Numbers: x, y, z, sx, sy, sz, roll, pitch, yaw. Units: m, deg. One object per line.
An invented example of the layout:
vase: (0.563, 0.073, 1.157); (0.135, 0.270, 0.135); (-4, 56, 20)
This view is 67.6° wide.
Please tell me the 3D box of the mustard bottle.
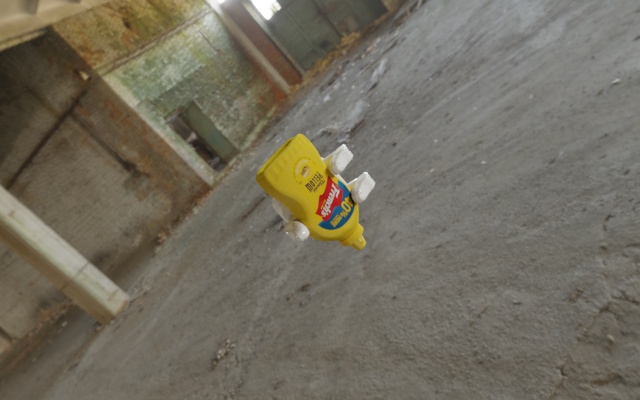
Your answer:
mustard bottle: (0.000, 0.002, 0.700); (0.058, 0.192, 0.096); (-19, 28, 54)
